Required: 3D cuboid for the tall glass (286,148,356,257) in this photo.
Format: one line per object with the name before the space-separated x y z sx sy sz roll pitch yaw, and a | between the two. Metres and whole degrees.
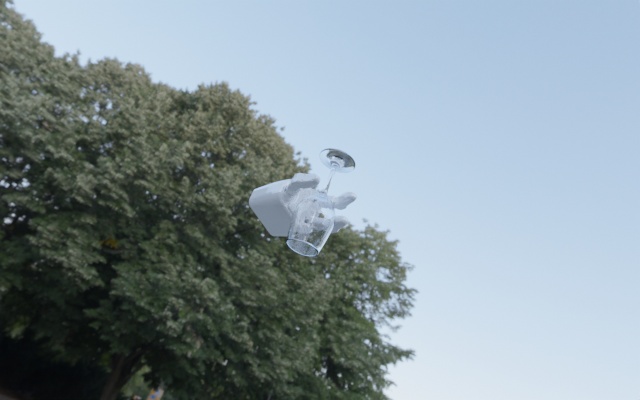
tall glass | 0.000 0.002 0.887 0.079 0.201 0.079 17 -29 10
